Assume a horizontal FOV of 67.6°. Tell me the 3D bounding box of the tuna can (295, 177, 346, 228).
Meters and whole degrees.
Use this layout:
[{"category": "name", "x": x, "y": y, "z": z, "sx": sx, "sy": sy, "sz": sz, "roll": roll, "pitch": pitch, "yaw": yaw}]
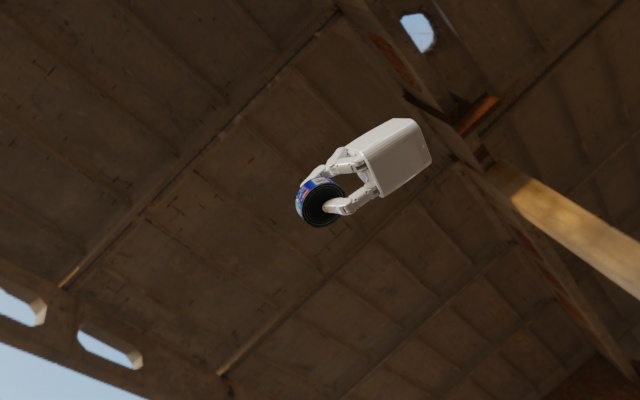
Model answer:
[{"category": "tuna can", "x": 0.000, "y": 0.003, "z": 0.831, "sx": 0.086, "sy": 0.086, "sz": 0.033, "roll": 0, "pitch": 25, "yaw": -28}]
